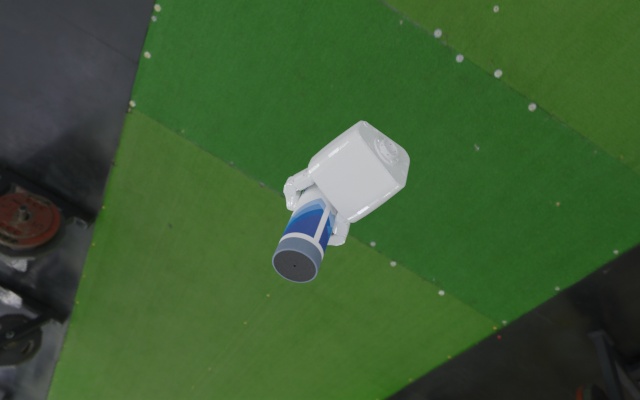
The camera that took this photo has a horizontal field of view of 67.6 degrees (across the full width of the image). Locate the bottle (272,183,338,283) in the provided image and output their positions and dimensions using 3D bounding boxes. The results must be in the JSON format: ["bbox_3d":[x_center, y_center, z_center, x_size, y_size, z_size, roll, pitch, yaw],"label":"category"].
[{"bbox_3d":[0.000,0.003,0.774,0.069,0.069,0.295,0,37,18],"label":"bottle"}]
